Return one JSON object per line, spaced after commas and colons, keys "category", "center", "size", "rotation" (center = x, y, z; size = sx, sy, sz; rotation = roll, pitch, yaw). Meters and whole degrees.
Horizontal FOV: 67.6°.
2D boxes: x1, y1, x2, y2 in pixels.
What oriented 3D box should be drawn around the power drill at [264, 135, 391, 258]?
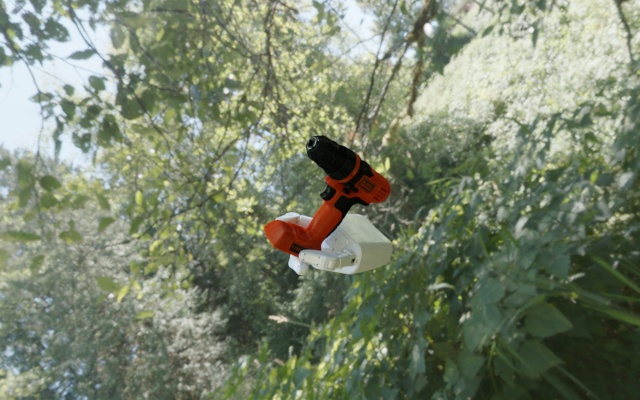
{"category": "power drill", "center": [0.000, 0.003, 0.737], "size": [0.184, 0.188, 0.057], "rotation": [31, 19, -42]}
